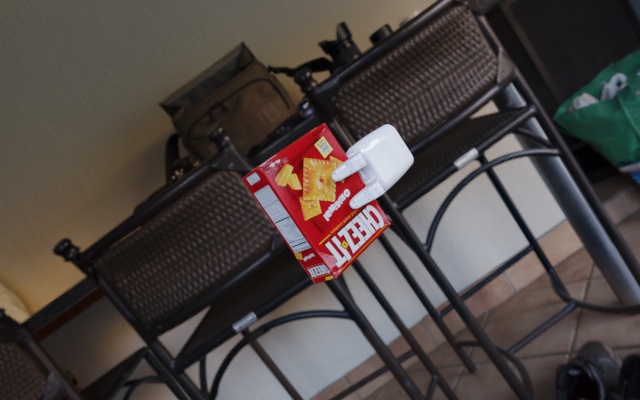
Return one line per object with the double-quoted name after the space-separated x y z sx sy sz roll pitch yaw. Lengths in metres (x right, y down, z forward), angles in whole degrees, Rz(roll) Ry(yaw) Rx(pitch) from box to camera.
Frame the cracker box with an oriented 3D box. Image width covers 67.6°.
0.000 0.003 0.796 0.164 0.214 0.072 -39 8 -36 "cracker box"
